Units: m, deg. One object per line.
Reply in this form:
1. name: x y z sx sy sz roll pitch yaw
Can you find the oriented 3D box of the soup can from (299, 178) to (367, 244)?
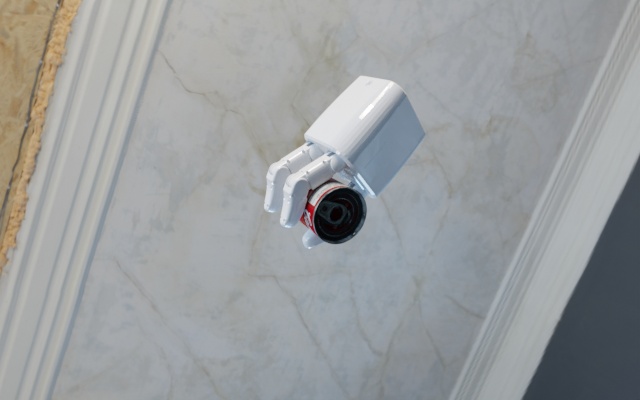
1. soup can: 0.000 0.002 0.572 0.068 0.068 0.102 0 18 -28
